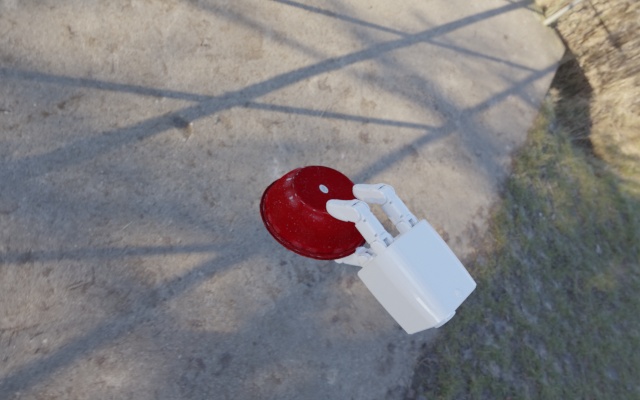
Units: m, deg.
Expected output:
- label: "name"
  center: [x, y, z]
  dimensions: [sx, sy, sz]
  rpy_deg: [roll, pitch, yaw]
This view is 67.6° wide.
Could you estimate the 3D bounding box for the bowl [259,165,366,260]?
- label: "bowl"
  center: [-0.001, 0.001, 0.661]
  dimensions: [0.162, 0.162, 0.055]
  rpy_deg: [0, -42, -20]
